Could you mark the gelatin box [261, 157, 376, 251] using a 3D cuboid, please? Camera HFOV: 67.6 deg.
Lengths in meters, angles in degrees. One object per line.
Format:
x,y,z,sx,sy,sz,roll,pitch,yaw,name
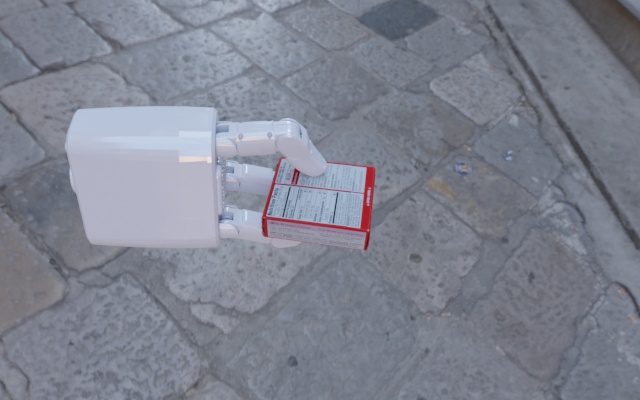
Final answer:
0.000,0.001,0.408,0.089,0.073,0.030,6,-41,4,gelatin box
